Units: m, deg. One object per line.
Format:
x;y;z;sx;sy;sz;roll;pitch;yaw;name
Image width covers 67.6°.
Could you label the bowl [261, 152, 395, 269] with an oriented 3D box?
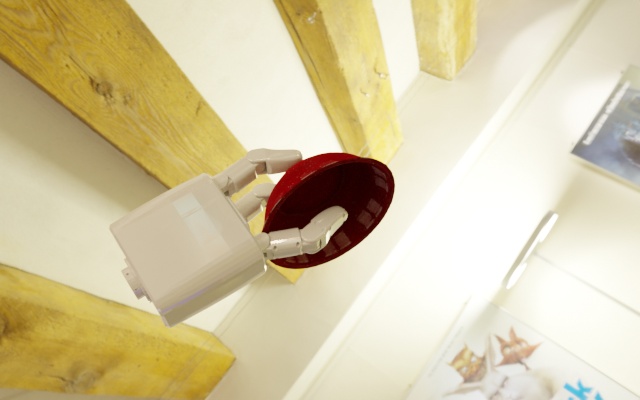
0.001;0.001;0.525;0.162;0.162;0.055;0;42;-37;bowl
